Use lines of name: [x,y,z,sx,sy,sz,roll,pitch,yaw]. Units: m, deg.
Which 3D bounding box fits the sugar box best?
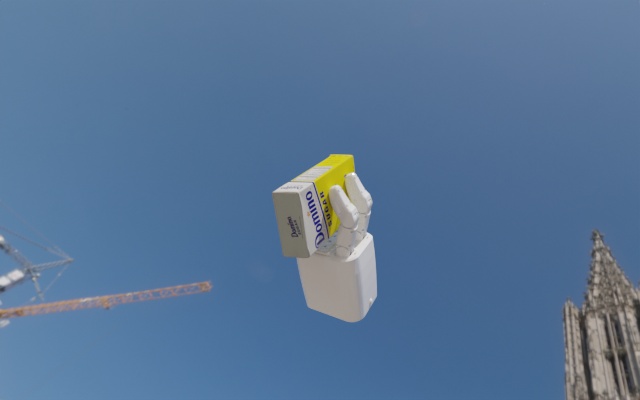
sugar box: [0.001,0.002,0.673,0.048,0.093,0.176,1,21,25]
